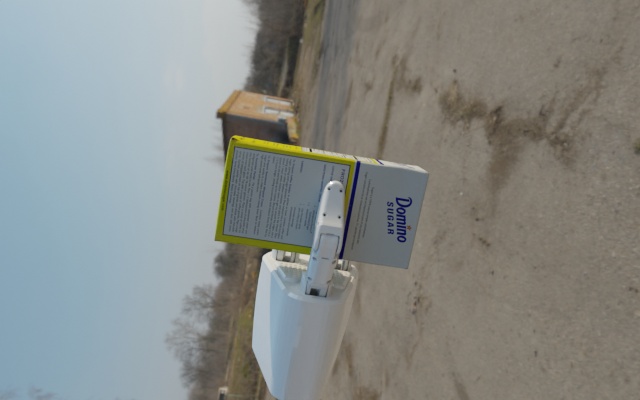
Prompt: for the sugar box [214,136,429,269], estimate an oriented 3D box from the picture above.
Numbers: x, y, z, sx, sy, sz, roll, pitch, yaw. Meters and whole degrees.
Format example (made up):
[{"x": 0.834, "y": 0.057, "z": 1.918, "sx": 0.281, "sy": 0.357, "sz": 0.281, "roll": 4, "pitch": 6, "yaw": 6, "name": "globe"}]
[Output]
[{"x": 0.000, "y": 0.001, "z": 0.433, "sx": 0.176, "sy": 0.093, "sz": 0.048, "roll": 9, "pitch": 12, "yaw": -7, "name": "sugar box"}]
